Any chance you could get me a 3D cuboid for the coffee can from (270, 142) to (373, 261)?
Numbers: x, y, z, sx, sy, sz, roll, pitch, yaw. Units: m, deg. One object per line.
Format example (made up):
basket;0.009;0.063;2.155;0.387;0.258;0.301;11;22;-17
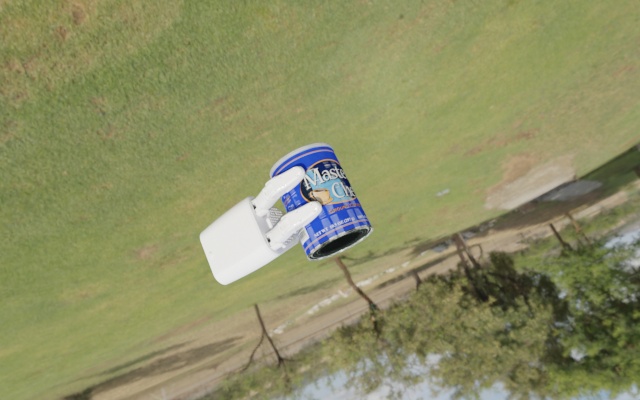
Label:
coffee can;0.000;0.002;0.692;0.103;0.140;0.103;-23;-18;-8
